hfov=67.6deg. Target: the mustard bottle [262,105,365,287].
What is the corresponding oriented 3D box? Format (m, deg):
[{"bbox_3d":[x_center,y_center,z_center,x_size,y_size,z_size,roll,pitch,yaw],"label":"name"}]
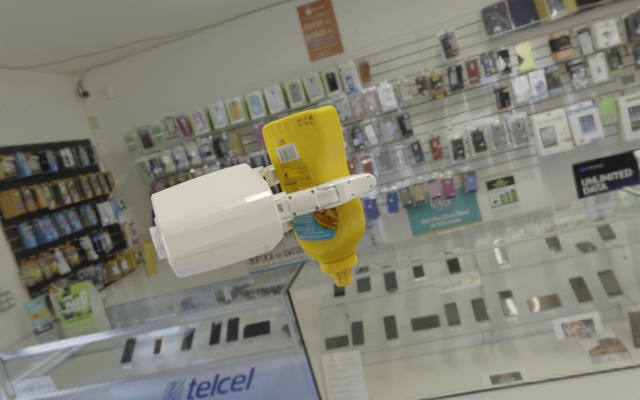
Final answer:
[{"bbox_3d":[0.000,0.001,0.514,0.058,0.191,0.096,-23,10,-41],"label":"mustard bottle"}]
